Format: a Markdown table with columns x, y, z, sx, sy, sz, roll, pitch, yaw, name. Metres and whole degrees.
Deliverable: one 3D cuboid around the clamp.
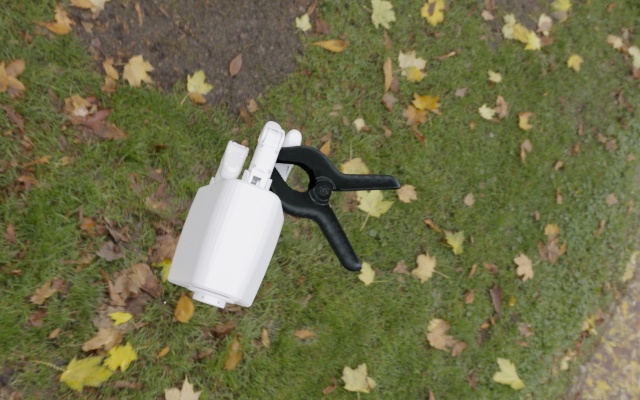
| x | y | z | sx | sy | sz | roll | pitch | yaw | name |
| --- | --- | --- | --- | --- | --- | --- | --- | --- | --- |
| 0.000 | 0.001 | 0.528 | 0.171 | 0.120 | 0.039 | 21 | -17 | -13 | clamp |
